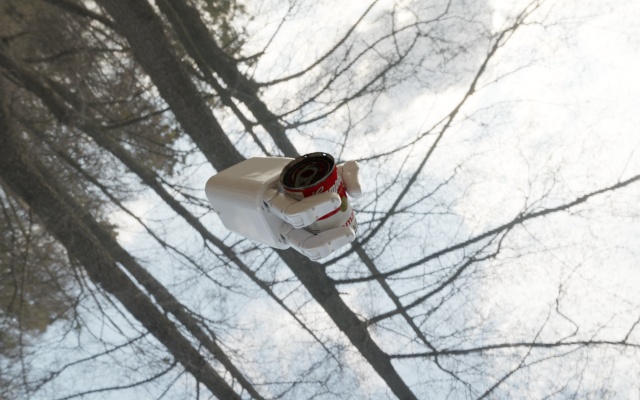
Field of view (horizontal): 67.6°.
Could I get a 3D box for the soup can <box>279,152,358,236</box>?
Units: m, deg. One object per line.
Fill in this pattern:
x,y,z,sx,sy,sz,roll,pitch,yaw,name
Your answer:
0.001,0.002,0.577,0.068,0.102,0.068,-15,36,11,soup can
